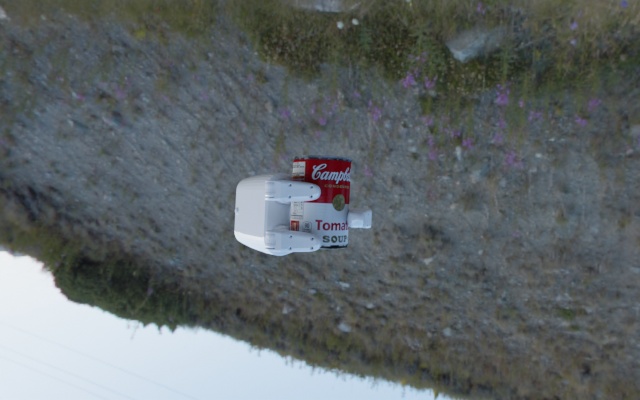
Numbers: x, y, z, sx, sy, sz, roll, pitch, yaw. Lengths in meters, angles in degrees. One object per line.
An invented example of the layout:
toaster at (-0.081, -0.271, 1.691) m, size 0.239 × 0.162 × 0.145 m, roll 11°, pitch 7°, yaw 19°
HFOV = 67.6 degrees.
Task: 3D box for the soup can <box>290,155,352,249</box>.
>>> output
soup can at (0.000, 0.002, 0.550) m, size 0.068 × 0.102 × 0.068 m, roll 3°, pitch 0°, yaw 0°
